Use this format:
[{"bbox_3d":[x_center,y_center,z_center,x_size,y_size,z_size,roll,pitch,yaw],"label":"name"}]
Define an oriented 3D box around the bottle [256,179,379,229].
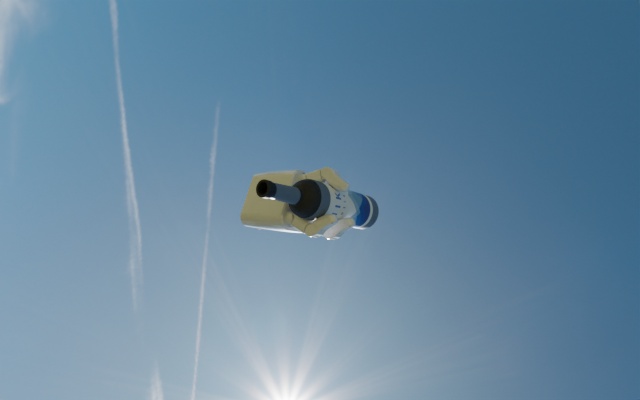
[{"bbox_3d":[0.000,0.003,0.815,0.069,0.069,0.296,0,-8,36],"label":"bottle"}]
